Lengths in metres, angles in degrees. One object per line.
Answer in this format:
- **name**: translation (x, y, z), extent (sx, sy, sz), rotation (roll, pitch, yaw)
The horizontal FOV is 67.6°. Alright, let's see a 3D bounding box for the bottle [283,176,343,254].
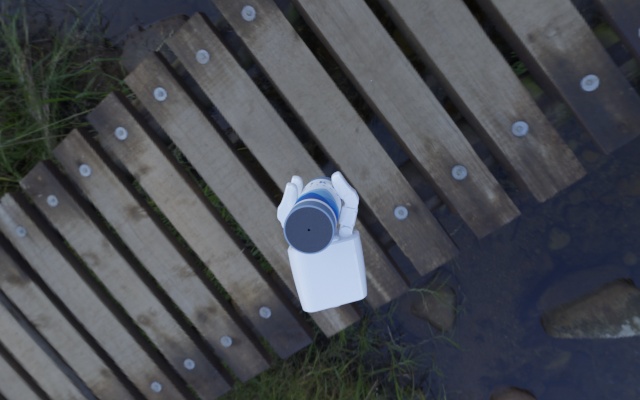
- **bottle**: translation (0.000, 0.002, 0.752), extent (0.069, 0.069, 0.295), rotation (0, 14, 6)
